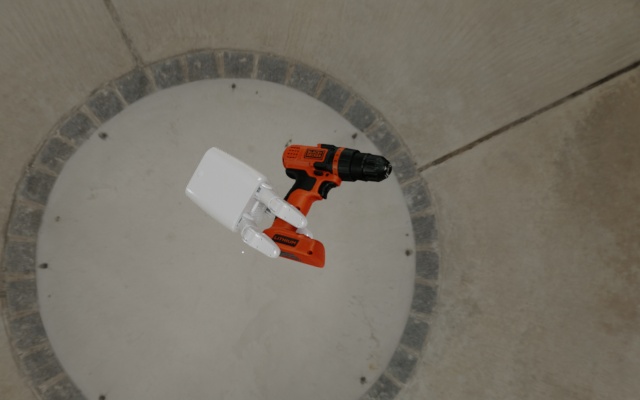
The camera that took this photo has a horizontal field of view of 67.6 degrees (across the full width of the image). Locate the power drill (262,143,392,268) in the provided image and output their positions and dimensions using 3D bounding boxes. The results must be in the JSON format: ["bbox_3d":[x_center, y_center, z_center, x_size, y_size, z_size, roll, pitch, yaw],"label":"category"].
[{"bbox_3d":[0.000,0.003,0.718,0.184,0.187,0.057,9,-24,32],"label":"power drill"}]
